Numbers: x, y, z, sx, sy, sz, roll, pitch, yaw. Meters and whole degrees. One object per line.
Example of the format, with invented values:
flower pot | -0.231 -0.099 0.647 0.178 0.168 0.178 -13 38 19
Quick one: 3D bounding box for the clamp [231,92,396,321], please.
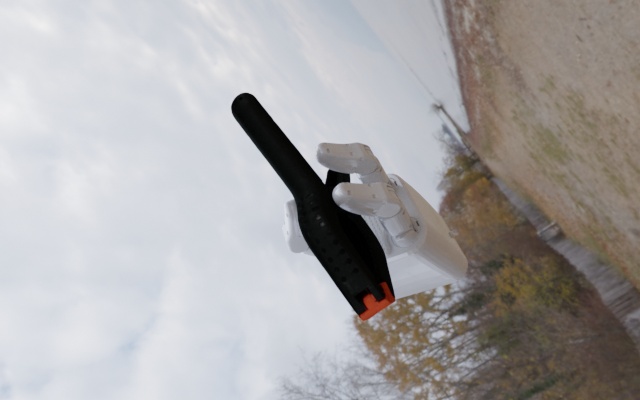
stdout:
clamp | 0.000 0.002 0.408 0.036 0.209 0.165 -40 -45 19
